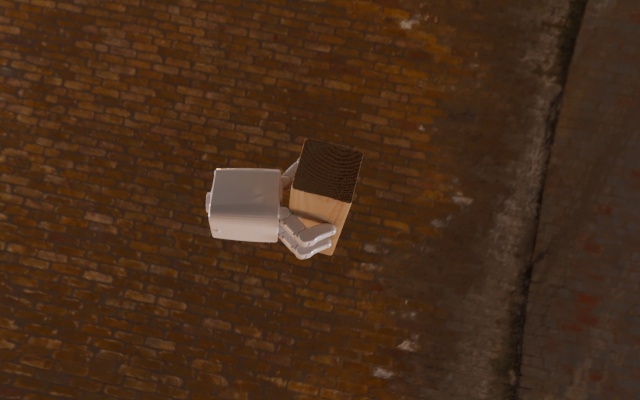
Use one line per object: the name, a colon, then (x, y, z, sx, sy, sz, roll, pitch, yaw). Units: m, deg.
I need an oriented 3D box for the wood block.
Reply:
wood block: (0.000, 0.002, 0.771, 0.090, 0.090, 0.206, 14, -27, 0)
